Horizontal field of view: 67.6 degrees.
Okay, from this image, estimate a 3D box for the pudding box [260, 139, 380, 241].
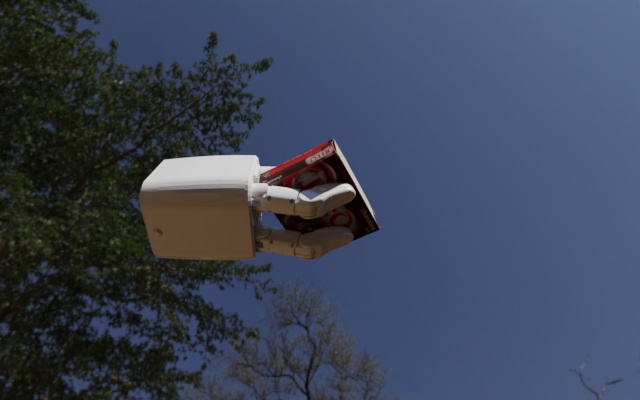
[{"bbox_3d":[0.000,0.002,0.511,0.090,0.113,0.039,-24,36,13],"label":"pudding box"}]
